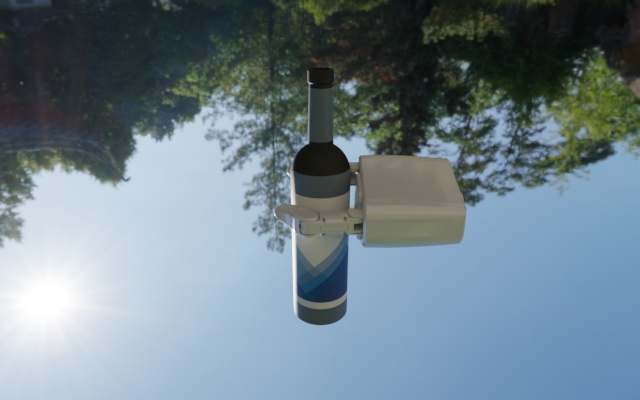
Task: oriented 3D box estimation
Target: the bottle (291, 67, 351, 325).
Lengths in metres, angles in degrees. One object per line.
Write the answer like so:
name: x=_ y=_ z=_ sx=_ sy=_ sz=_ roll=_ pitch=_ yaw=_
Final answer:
bottle: x=0.000 y=0.002 z=0.542 sx=0.069 sy=0.296 sz=0.069 roll=0 pitch=24 yaw=0
